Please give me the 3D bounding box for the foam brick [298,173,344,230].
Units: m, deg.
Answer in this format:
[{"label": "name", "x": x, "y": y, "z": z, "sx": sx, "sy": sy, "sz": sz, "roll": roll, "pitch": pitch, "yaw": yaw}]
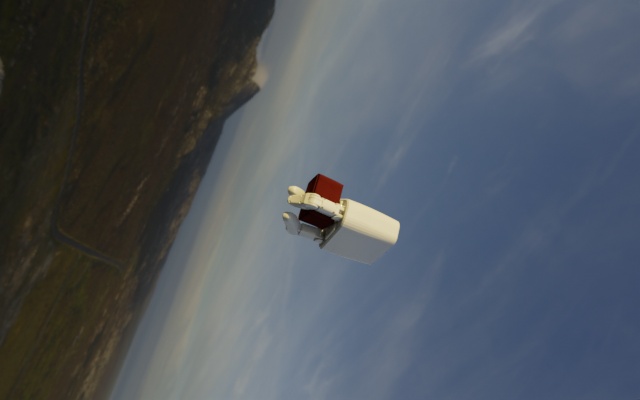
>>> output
[{"label": "foam brick", "x": 0.000, "y": 0.002, "z": 0.843, "sx": 0.051, "sy": 0.078, "sz": 0.053, "roll": 22, "pitch": -22, "yaw": -15}]
